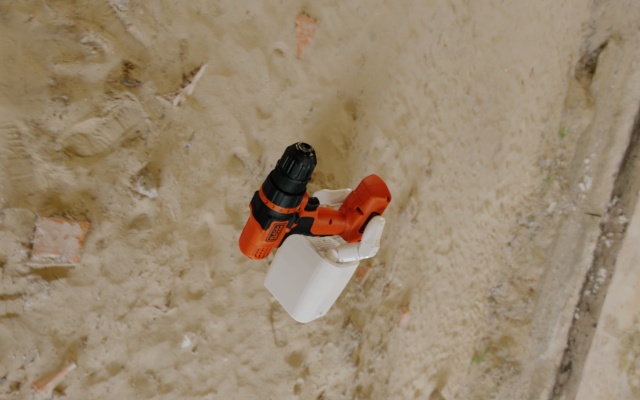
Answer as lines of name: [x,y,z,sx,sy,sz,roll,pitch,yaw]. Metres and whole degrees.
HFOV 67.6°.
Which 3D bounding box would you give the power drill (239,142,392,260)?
power drill: [0.000,0.002,0.624,0.187,0.057,0.184,0,-42,-35]
